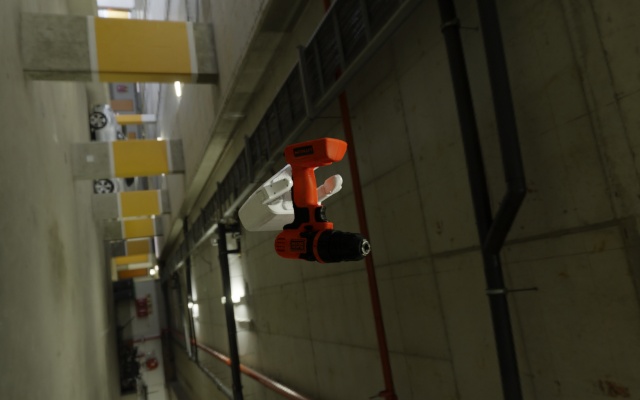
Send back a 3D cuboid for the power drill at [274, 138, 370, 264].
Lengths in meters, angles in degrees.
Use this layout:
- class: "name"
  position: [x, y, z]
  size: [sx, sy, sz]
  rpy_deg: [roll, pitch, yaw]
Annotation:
- class: "power drill"
  position: [0.000, 0.002, 0.736]
  size: [0.184, 0.187, 0.057]
  rpy_deg: [-3, -8, 43]
